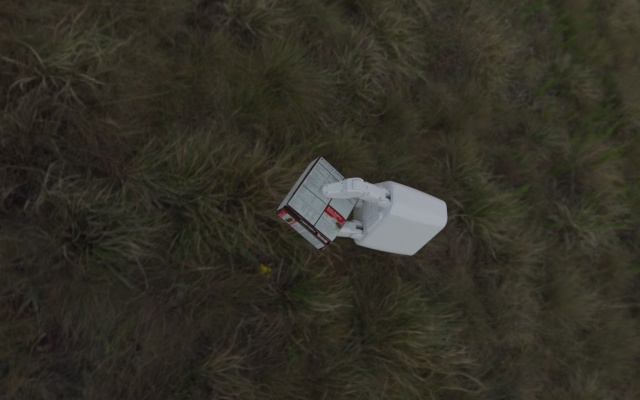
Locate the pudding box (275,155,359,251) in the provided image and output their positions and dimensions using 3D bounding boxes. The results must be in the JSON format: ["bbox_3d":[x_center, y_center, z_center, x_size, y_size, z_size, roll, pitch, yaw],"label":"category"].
[{"bbox_3d":[0.000,0.002,0.703,0.090,0.113,0.039,41,-38,-10],"label":"pudding box"}]
